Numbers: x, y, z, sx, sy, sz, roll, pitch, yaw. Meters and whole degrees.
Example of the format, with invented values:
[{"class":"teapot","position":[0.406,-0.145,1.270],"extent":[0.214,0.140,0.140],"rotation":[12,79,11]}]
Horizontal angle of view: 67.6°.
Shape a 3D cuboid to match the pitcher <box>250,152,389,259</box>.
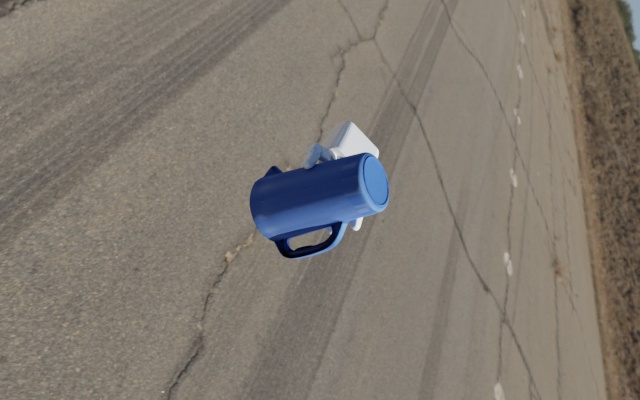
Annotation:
[{"class":"pitcher","position":[0.000,0.003,0.883],"extent":[0.243,0.149,0.145],"rotation":[-14,32,33]}]
